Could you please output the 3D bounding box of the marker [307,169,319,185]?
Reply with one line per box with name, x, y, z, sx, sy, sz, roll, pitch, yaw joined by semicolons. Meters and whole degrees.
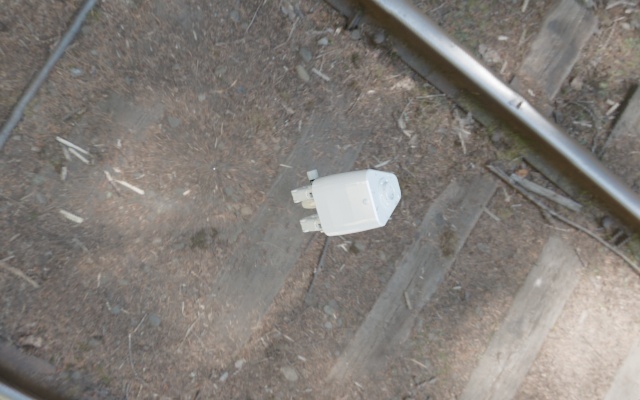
marker;0.000;0.003;0.883;0.020;0.121;0.020;-16;7;2
